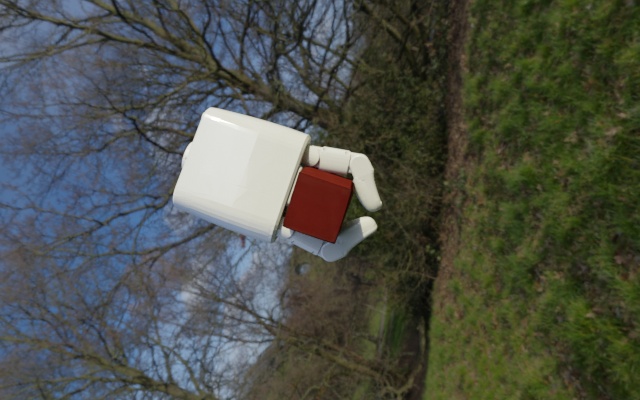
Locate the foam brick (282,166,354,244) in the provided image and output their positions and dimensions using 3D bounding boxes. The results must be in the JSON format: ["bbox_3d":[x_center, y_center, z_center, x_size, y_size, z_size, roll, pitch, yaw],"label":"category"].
[{"bbox_3d":[0.000,0.001,0.453,0.051,0.053,0.078,19,9,1],"label":"foam brick"}]
